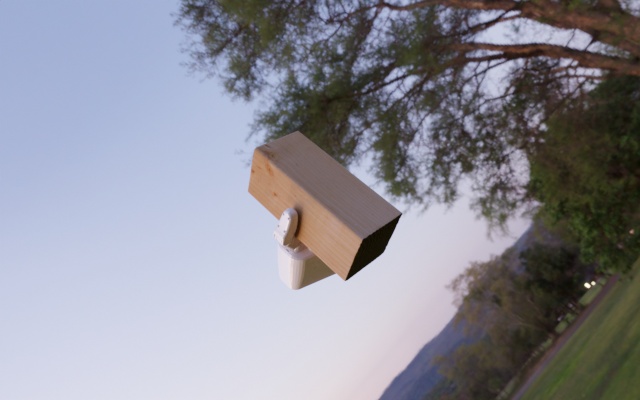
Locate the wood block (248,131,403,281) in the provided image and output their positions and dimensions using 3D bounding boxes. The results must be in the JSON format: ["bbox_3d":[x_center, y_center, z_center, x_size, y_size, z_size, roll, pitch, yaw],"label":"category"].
[{"bbox_3d":[0.000,0.003,0.681,0.206,0.090,0.091,40,47,23],"label":"wood block"}]
